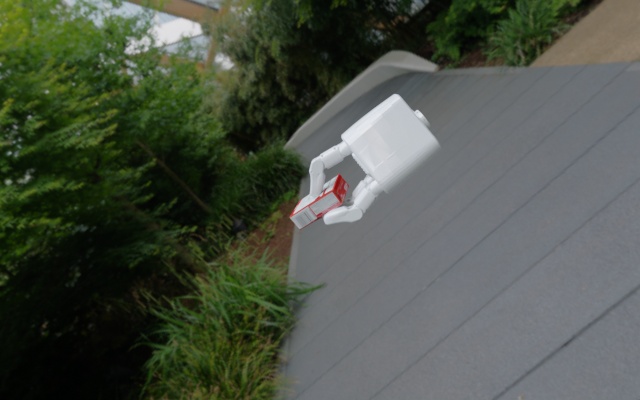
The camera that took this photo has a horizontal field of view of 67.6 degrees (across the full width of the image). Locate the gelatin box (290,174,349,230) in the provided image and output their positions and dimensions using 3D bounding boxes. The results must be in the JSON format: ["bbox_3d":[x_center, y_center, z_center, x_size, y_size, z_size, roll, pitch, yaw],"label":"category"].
[{"bbox_3d":[0.000,0.002,0.765,0.089,0.030,0.073,-32,12,21],"label":"gelatin box"}]
